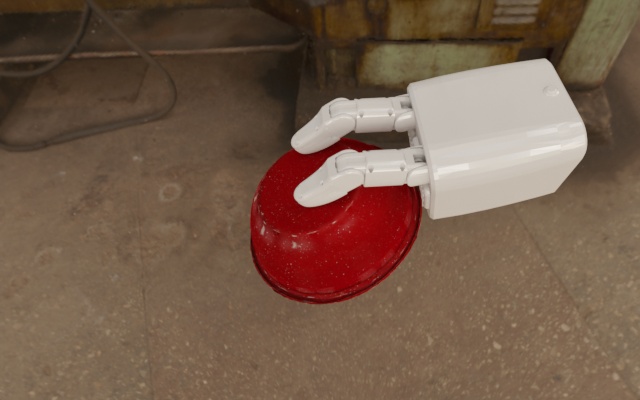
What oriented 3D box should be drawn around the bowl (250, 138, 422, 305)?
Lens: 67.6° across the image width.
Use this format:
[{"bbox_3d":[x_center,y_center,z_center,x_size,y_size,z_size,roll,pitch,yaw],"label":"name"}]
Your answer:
[{"bbox_3d":[-0.001,0.002,0.402,0.162,0.162,0.055,0,-31,26],"label":"bowl"}]
